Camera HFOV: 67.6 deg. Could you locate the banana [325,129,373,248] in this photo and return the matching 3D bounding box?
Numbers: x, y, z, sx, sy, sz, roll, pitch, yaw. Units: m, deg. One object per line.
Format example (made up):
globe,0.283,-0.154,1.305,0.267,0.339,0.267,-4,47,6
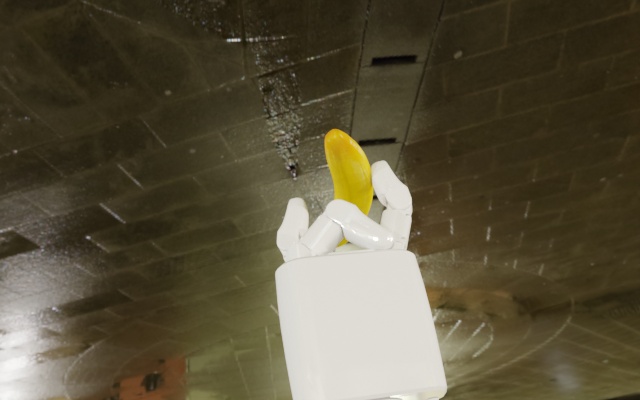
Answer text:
banana,0.017,0.004,0.476,0.069,0.037,0.198,1,-34,-16
